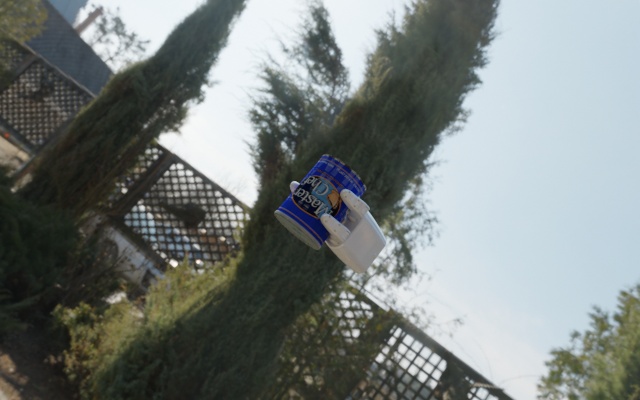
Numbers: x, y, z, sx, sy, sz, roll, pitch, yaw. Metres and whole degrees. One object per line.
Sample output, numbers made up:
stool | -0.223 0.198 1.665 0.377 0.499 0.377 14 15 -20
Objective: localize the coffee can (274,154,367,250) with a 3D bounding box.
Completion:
coffee can | 0.000 0.003 0.857 0.103 0.140 0.103 37 -13 10
